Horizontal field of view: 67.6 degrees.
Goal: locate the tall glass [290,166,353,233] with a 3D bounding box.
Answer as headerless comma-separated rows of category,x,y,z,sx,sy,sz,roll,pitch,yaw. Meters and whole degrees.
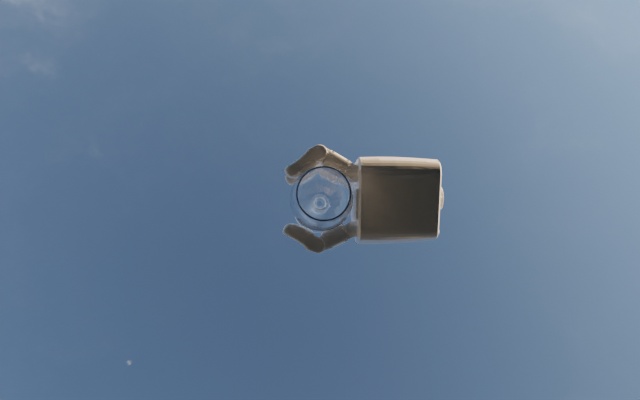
tall glass,0.000,0.002,0.624,0.079,0.079,0.201,0,-6,-2
